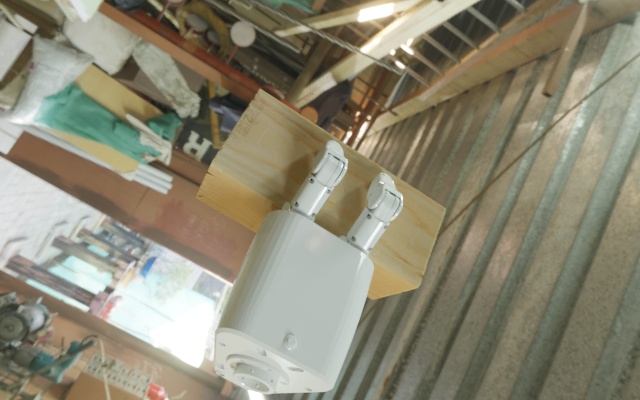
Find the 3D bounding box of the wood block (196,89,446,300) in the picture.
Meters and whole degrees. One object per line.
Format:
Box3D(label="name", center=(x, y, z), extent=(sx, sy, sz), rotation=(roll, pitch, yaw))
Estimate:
Box3D(label="wood block", center=(0.000, 0.002, 0.453), extent=(0.206, 0.090, 0.091), rotation=(32, -27, -11))
